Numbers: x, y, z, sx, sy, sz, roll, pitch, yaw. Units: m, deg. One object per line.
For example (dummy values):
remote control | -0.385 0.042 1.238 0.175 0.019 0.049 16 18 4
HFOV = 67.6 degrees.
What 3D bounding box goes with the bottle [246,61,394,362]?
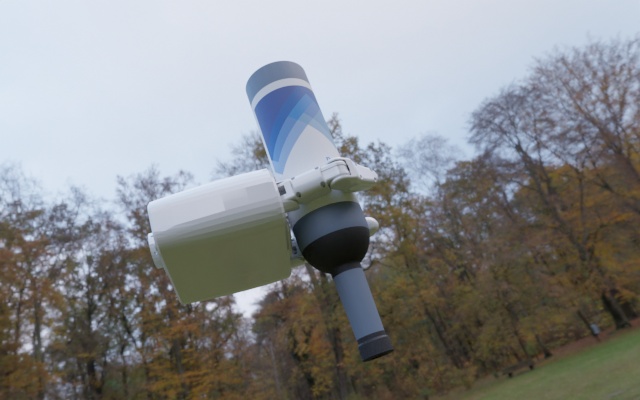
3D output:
bottle | 0.000 0.001 0.449 0.069 0.295 0.069 -17 -23 -8
